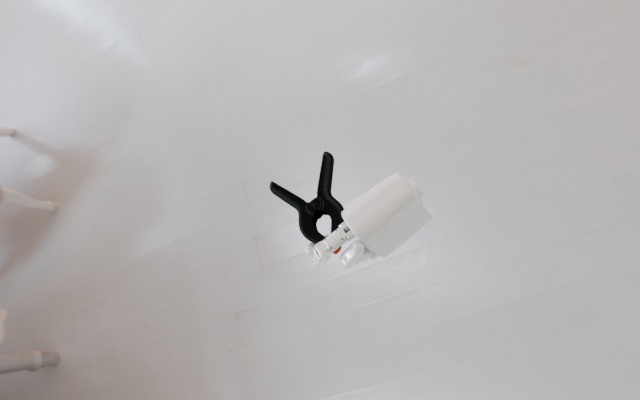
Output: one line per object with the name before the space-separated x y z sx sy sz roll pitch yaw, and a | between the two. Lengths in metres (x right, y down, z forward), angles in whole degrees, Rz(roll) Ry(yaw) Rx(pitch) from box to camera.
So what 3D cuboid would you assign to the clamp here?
clamp | 0.000 0.003 0.781 0.120 0.171 0.039 -39 -24 10
